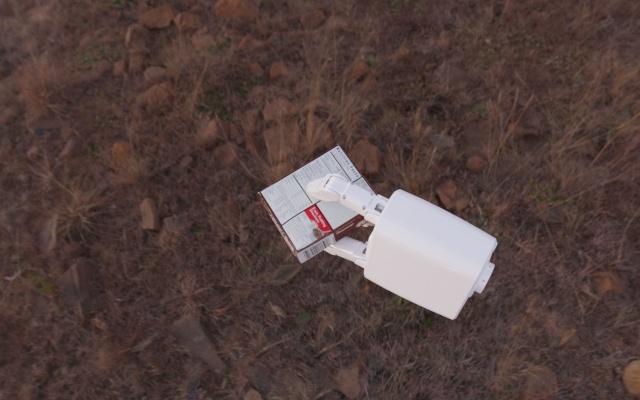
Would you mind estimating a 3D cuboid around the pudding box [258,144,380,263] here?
[{"bbox_3d":[0.000,0.002,0.538,0.113,0.090,0.039,-31,-24,-8],"label":"pudding box"}]
